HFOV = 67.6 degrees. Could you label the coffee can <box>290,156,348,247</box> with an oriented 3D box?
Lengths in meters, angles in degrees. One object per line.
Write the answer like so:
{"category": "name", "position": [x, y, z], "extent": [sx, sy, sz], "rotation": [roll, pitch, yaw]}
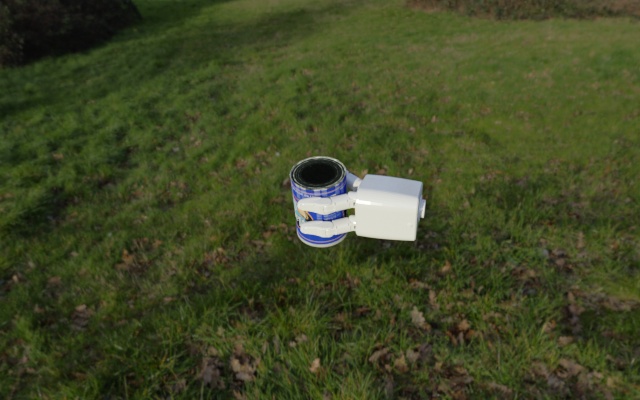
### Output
{"category": "coffee can", "position": [0.000, 0.003, 0.900], "extent": [0.103, 0.140, 0.102], "rotation": [-3, 39, 2]}
